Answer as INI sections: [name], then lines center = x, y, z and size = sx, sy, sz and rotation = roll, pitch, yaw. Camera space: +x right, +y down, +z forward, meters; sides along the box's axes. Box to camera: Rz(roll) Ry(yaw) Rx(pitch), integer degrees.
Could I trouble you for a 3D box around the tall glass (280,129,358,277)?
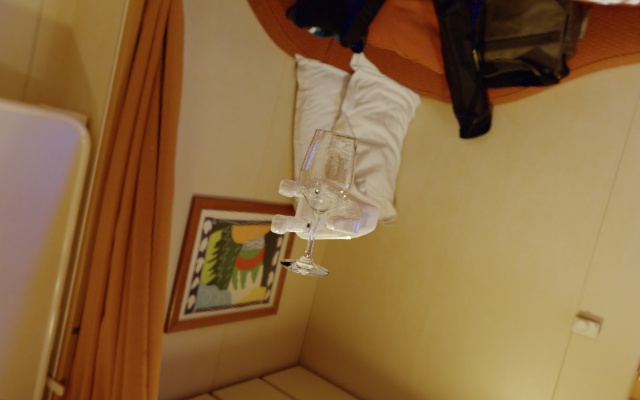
[tall glass]
center = 0.000, 0.003, 0.688
size = 0.079, 0.201, 0.079
rotation = 13, 5, -1
